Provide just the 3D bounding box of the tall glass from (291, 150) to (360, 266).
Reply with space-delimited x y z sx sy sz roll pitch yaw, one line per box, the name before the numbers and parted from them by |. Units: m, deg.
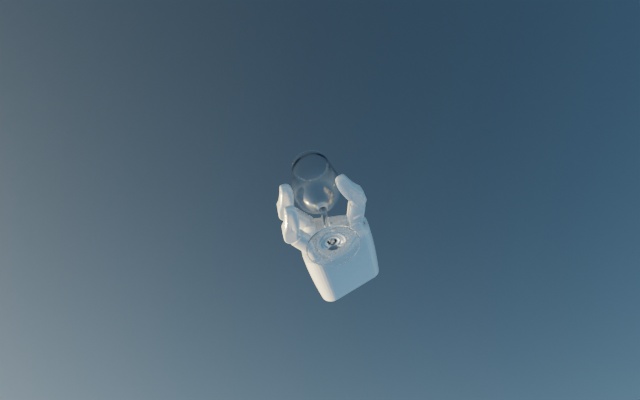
tall glass | 0.000 0.003 0.717 0.079 0.079 0.201 0 38 -13
